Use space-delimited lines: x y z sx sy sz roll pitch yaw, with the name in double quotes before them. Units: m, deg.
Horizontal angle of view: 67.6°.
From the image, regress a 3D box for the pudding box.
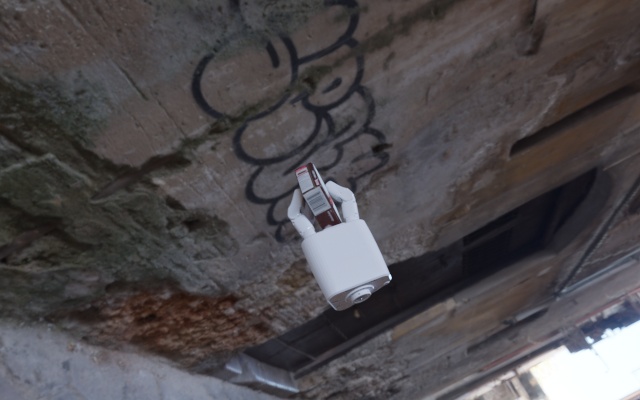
"pudding box" 0.000 0.003 0.819 0.039 0.114 0.090 -26 32 2
